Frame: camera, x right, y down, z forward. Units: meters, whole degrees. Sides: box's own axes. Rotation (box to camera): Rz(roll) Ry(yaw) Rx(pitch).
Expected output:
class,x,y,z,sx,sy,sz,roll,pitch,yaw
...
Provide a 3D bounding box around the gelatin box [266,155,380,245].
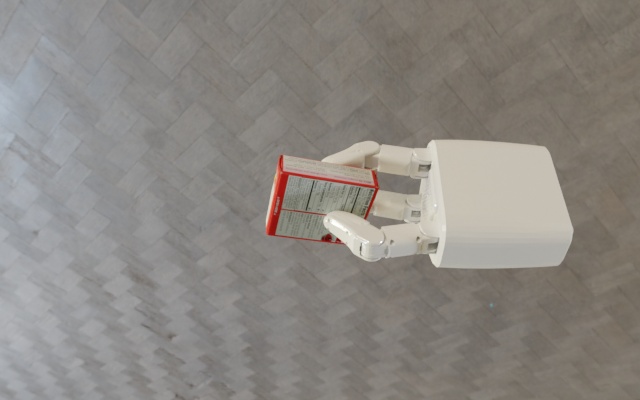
class,x,y,z,sx,sy,sz,roll,pitch,yaw
gelatin box,0.000,0.002,0.431,0.089,0.073,0.030,8,38,-11
